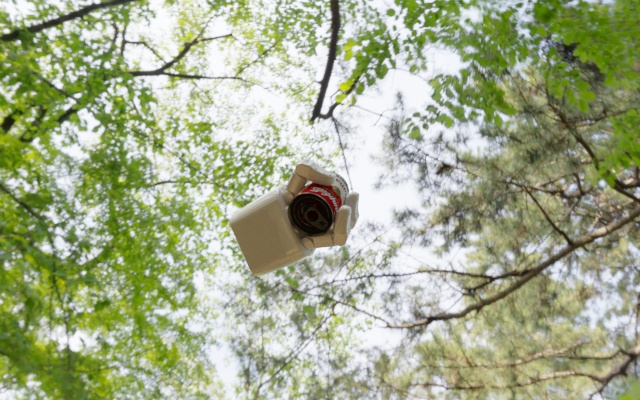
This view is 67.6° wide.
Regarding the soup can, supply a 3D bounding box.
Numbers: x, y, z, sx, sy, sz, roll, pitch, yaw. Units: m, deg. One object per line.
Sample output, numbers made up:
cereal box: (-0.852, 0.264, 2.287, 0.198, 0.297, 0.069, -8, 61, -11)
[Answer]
soup can: (0.001, 0.002, 0.716, 0.068, 0.068, 0.102, 0, 22, 19)
